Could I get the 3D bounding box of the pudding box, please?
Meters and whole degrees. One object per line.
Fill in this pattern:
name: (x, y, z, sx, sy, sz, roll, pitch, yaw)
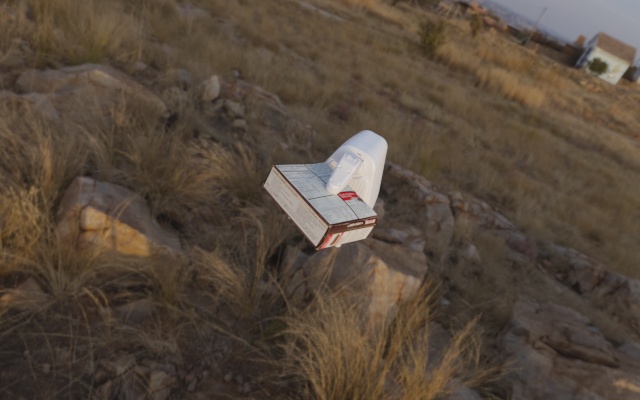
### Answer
pudding box: (0.000, 0.002, 0.561, 0.090, 0.039, 0.113, -8, 44, -45)
